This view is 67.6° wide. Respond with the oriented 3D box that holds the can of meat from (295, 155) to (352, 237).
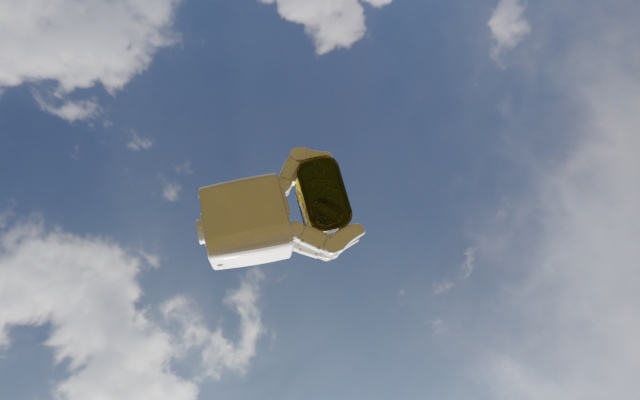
[{"bbox_3d":[0.000,0.002,0.658,0.057,0.102,0.084,-13,-16,-11],"label":"can of meat"}]
